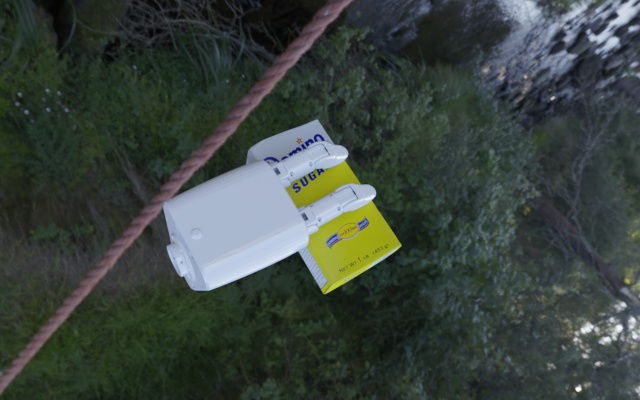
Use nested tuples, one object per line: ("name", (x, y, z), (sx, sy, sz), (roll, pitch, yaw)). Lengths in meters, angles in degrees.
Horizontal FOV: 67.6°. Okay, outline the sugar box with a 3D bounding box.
("sugar box", (0.000, 0.002, 0.524), (0.093, 0.176, 0.048), (-26, -15, -23))
